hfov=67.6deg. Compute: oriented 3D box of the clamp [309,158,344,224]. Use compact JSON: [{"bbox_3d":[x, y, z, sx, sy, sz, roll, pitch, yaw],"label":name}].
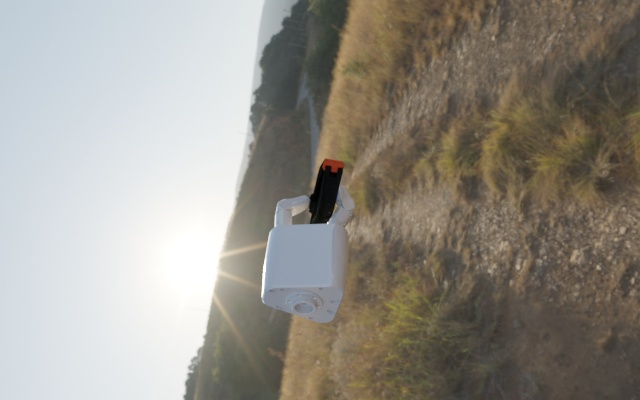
[{"bbox_3d":[-0.001,0.002,0.762,0.036,0.164,0.210,8,-45,-7],"label":"clamp"}]
